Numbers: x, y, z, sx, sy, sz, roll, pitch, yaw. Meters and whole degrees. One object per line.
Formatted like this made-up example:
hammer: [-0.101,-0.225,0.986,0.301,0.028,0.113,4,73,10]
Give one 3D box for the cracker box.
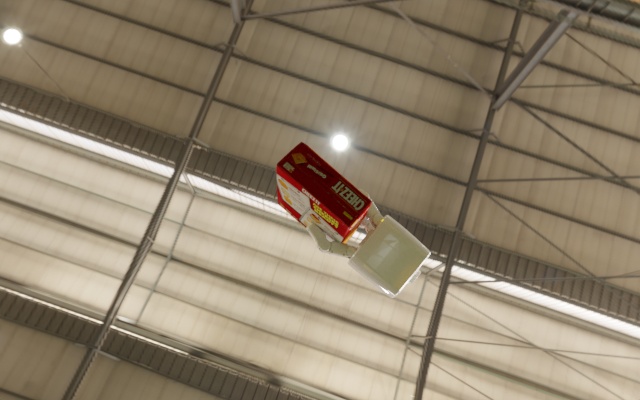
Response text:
cracker box: [0.000,0.003,0.889,0.164,0.072,0.214,41,-17,9]
